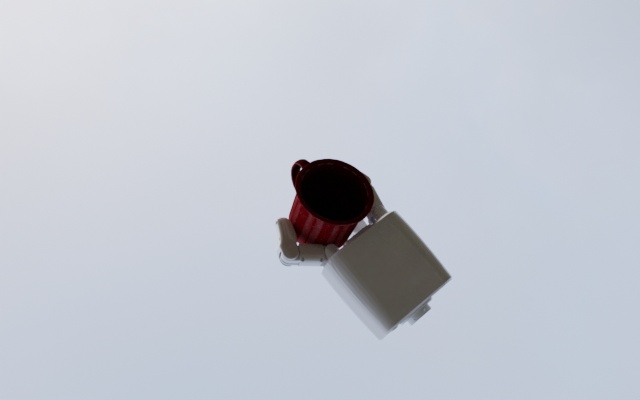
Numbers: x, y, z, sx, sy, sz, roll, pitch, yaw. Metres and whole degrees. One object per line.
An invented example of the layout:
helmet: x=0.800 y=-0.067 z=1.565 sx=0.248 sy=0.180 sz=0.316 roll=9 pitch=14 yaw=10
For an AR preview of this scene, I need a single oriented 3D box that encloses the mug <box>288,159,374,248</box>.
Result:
mug: x=-0.001 y=0.001 z=0.579 sx=0.093 sy=0.117 sz=0.081 roll=-28 pitch=-22 yaw=-31
